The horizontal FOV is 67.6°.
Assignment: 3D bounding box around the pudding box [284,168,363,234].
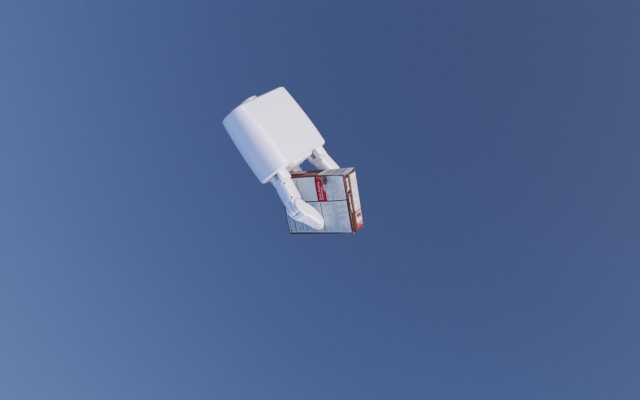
[{"bbox_3d":[0.000,0.002,0.699,0.113,0.090,0.039,-1,17,31],"label":"pudding box"}]
